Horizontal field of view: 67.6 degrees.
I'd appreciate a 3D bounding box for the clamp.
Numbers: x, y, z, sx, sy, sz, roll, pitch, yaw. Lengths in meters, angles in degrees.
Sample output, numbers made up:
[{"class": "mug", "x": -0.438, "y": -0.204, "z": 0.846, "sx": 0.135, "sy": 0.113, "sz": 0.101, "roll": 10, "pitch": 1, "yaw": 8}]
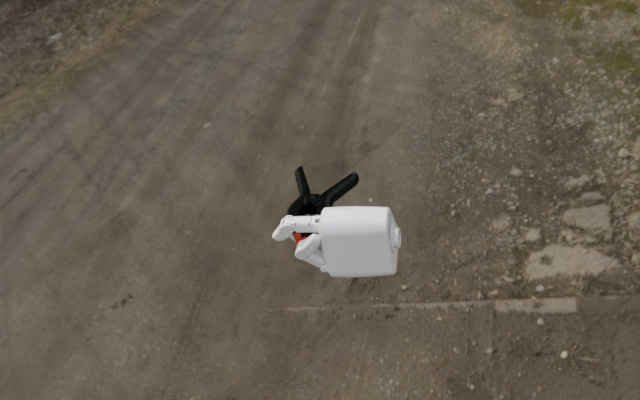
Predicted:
[{"class": "clamp", "x": 0.000, "y": 0.002, "z": 0.825, "sx": 0.120, "sy": 0.171, "sz": 0.039, "roll": -3, "pitch": -41, "yaw": 17}]
